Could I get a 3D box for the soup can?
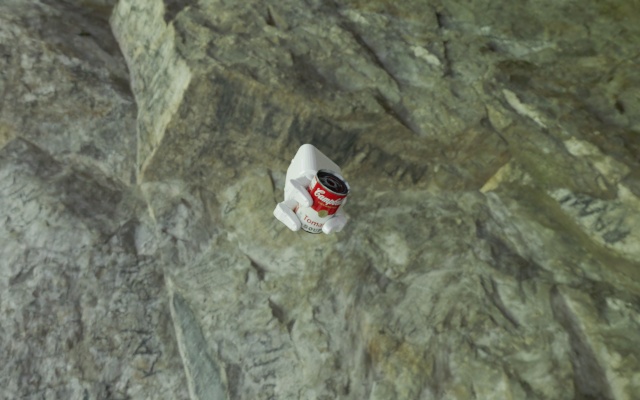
[{"bbox_3d":[0.000,0.003,0.866,0.068,0.102,0.068,23,32,-15],"label":"soup can"}]
